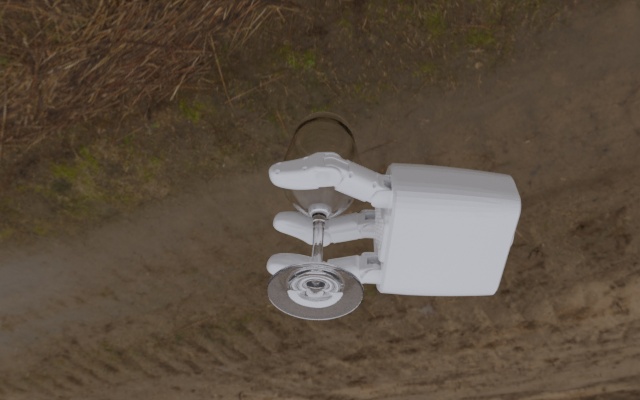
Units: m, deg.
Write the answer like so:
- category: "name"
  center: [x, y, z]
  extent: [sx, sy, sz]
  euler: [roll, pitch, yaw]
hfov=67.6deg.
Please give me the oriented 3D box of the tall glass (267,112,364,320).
- category: "tall glass"
  center: [0.000, 0.002, 0.433]
  extent: [0.079, 0.079, 0.200]
  euler: [1, 45, 1]
